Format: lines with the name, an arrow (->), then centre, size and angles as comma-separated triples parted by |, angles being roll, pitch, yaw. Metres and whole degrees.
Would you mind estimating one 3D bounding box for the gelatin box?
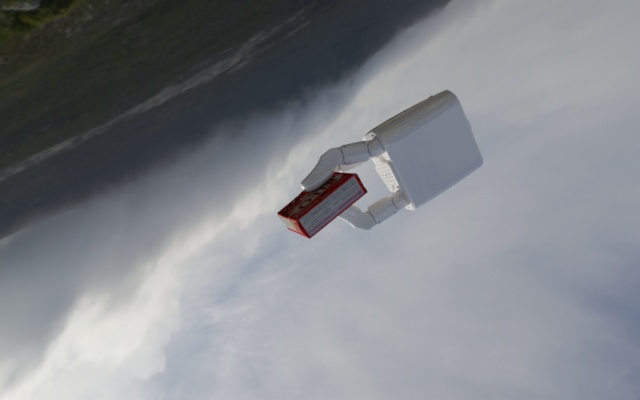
gelatin box -> 0.000, 0.002, 0.554 | 0.089, 0.030, 0.073 | -39, 18, -14
